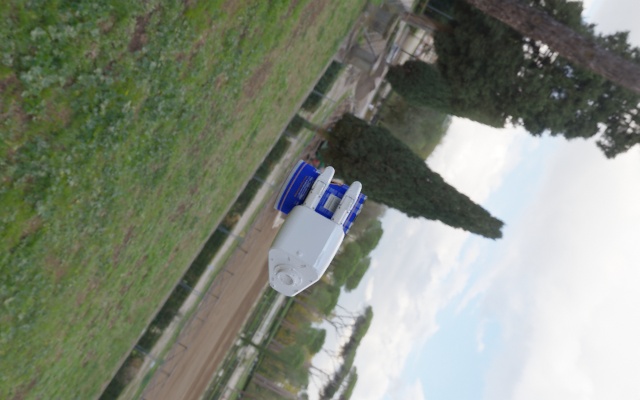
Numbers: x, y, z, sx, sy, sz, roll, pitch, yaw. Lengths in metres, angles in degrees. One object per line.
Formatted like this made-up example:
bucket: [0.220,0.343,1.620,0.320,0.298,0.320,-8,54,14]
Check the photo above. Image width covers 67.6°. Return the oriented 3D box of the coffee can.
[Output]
coffee can: [0.000,0.003,0.875,0.140,0.103,0.103,29,1,2]
